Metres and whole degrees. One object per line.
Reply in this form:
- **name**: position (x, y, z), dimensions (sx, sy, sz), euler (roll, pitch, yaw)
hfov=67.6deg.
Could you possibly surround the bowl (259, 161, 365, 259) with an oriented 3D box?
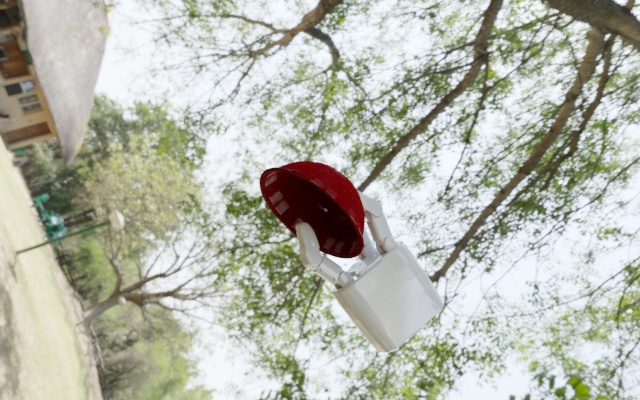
- **bowl**: position (0.000, 0.001, 0.618), dimensions (0.162, 0.162, 0.055), euler (0, 44, 52)
